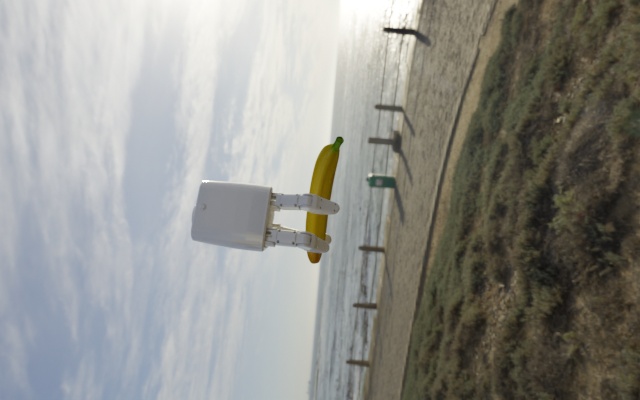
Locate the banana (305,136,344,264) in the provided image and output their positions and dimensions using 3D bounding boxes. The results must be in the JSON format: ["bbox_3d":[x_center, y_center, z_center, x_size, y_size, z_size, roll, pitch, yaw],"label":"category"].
[{"bbox_3d":[0.000,-0.003,0.748,0.037,0.198,0.069,9,5,-4],"label":"banana"}]
